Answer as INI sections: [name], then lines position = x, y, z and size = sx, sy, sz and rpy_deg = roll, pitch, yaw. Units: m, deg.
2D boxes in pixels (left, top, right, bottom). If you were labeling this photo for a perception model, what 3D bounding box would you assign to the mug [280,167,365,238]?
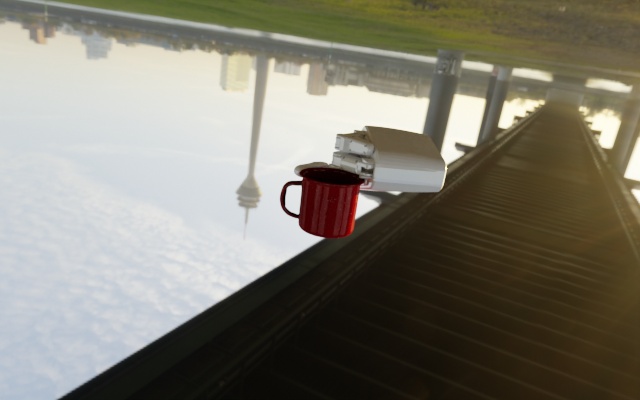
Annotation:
[mug]
position = -0.001, 0.002, 0.683
size = 0.117, 0.081, 0.093
rpy_deg = 5, 18, -8
